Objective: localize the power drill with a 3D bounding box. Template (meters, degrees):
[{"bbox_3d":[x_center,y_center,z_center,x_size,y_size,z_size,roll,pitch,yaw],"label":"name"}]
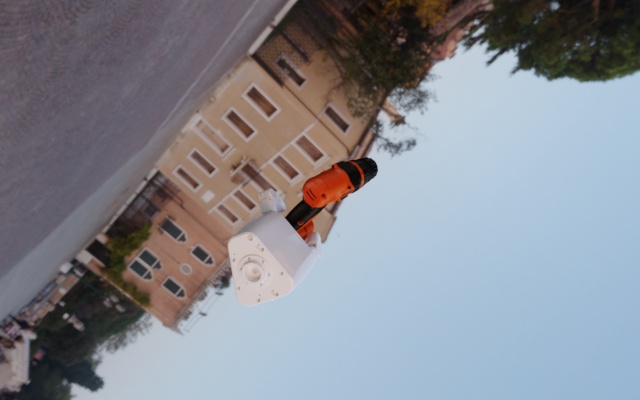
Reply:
[{"bbox_3d":[0.000,0.003,0.804,0.184,0.057,0.188,-23,-18,-50],"label":"power drill"}]
